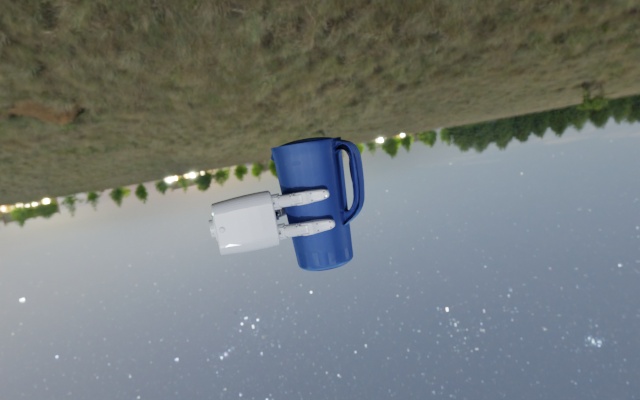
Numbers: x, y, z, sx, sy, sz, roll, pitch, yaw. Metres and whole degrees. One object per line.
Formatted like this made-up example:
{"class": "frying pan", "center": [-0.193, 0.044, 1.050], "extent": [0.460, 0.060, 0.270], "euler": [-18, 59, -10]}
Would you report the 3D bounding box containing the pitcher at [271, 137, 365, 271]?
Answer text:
{"class": "pitcher", "center": [0.000, 0.003, 0.896], "extent": [0.145, 0.243, 0.149], "euler": [-11, 6, -13]}
